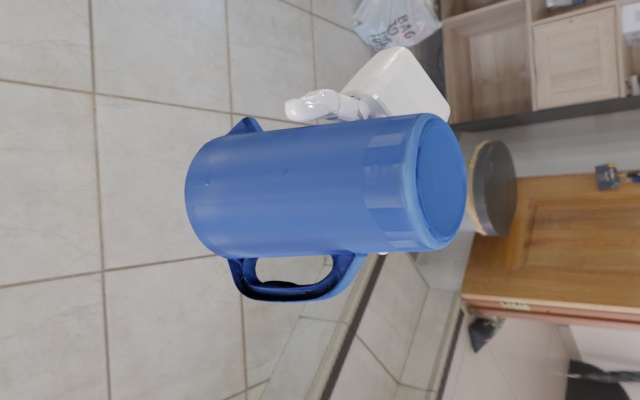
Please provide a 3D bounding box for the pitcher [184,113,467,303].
[{"bbox_3d":[0.000,0.001,0.439,0.243,0.149,0.145,-3,37,38],"label":"pitcher"}]
